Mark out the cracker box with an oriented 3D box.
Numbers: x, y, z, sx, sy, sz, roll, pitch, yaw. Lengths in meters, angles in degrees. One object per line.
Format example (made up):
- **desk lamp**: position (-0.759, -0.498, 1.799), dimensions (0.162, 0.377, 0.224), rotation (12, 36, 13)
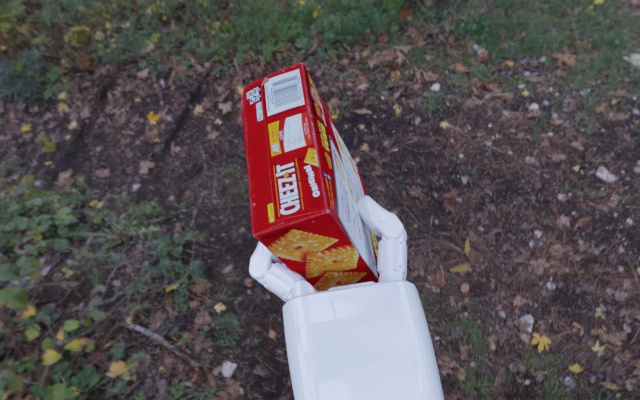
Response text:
- **cracker box**: position (0.000, 0.001, 0.476), dimensions (0.072, 0.164, 0.214), rotation (-17, -33, 11)
